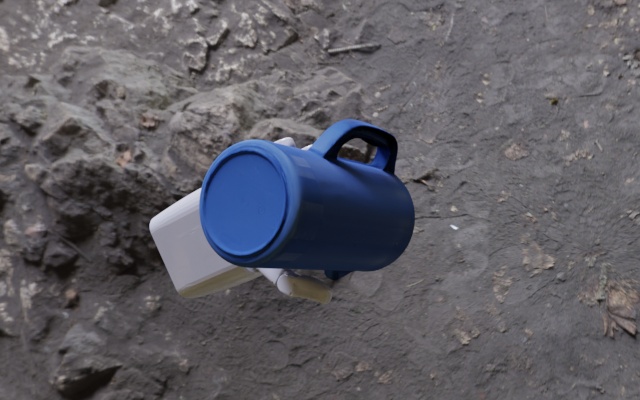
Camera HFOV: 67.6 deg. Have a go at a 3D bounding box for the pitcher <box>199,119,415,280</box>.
[{"bbox_3d":[0.000,0.002,0.492,0.145,0.149,0.243,-21,-15,26],"label":"pitcher"}]
